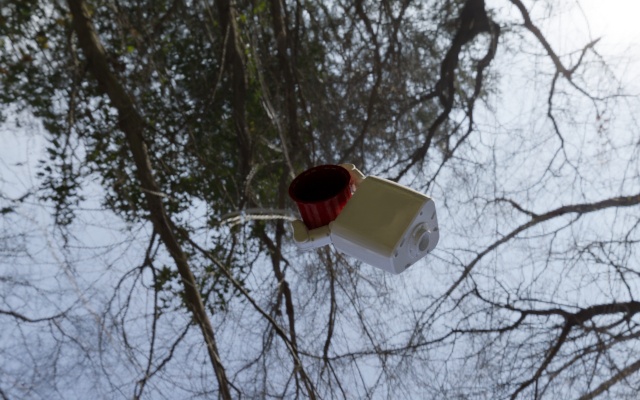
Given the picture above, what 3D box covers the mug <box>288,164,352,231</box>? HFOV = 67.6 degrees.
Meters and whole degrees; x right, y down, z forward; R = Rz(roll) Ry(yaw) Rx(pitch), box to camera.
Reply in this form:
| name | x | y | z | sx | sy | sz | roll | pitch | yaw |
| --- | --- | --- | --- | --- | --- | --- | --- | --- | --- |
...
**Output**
| name | x | y | z | sx | sy | sz | roll | pitch | yaw |
| --- | --- | --- | --- | --- | --- | --- | --- | --- | --- |
| mug | -0.001 | 0.002 | 0.719 | 0.093 | 0.082 | 0.117 | -40 | 41 | -27 |
